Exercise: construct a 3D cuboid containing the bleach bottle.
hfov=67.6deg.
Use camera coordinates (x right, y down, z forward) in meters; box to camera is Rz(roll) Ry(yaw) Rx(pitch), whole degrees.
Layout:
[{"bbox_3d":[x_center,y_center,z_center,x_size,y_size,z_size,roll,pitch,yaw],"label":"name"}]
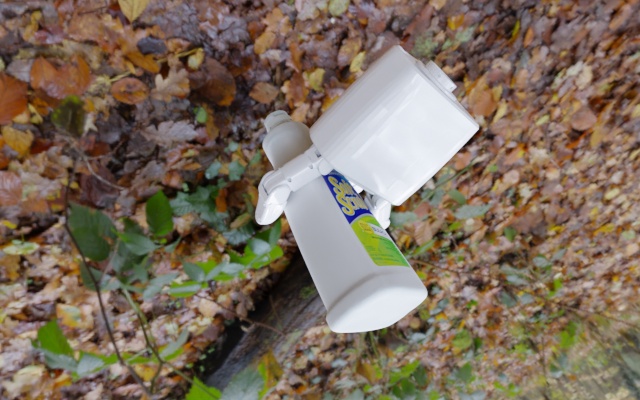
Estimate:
[{"bbox_3d":[0.000,0.002,0.465,0.068,0.250,0.102,-44,-33,22],"label":"bleach bottle"}]
